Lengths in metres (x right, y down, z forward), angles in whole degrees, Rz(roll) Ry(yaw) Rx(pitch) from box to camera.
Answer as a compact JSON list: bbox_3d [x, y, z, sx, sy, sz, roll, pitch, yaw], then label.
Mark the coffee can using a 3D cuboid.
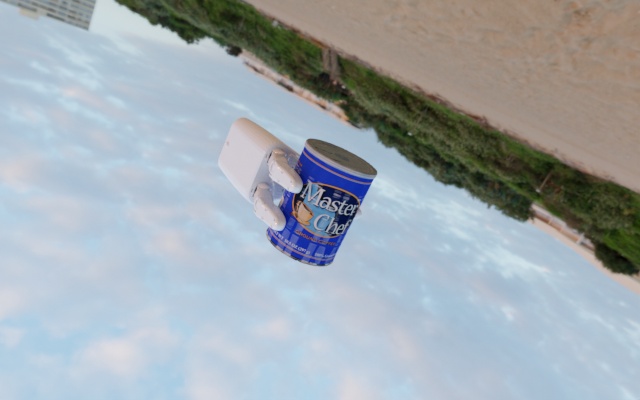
[{"bbox_3d":[0.000,0.002,0.641,0.103,0.140,0.102,23,17,-8],"label":"coffee can"}]
